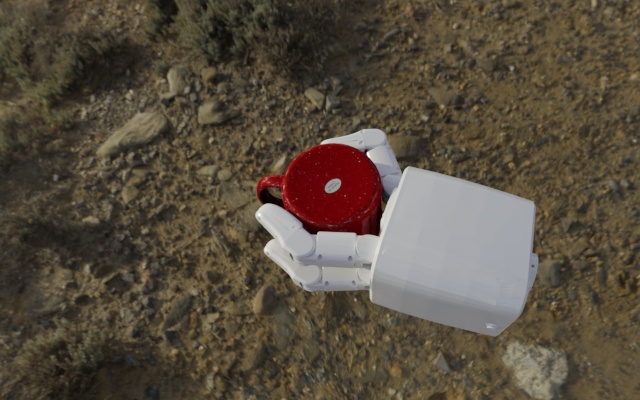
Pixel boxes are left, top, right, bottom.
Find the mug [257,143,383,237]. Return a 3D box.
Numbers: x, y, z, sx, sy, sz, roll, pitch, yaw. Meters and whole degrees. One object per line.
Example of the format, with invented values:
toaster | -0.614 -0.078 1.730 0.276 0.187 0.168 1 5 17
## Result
mug | -0.001 0.001 0.417 0.117 0.093 0.081 14 -26 12
